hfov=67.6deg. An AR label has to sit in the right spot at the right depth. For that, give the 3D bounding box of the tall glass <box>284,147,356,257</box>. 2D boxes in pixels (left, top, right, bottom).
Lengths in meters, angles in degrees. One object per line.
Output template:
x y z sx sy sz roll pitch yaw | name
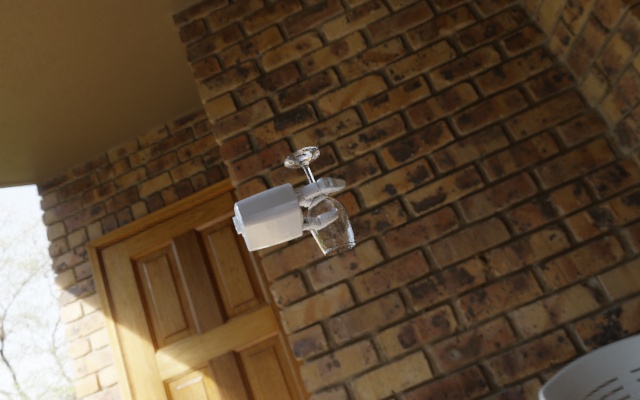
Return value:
0.000 0.002 0.899 0.079 0.201 0.079 -21 -19 -8 | tall glass
